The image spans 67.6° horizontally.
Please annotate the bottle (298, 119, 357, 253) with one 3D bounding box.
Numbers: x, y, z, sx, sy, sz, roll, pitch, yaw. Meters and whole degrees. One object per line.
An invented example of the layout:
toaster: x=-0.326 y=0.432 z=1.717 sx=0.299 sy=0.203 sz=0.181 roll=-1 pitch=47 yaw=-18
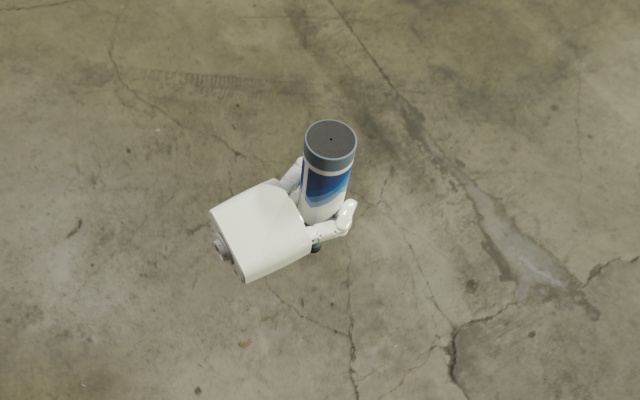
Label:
bottle: x=0.000 y=0.002 z=0.719 sx=0.069 sy=0.069 sz=0.296 roll=0 pitch=-33 yaw=-6
